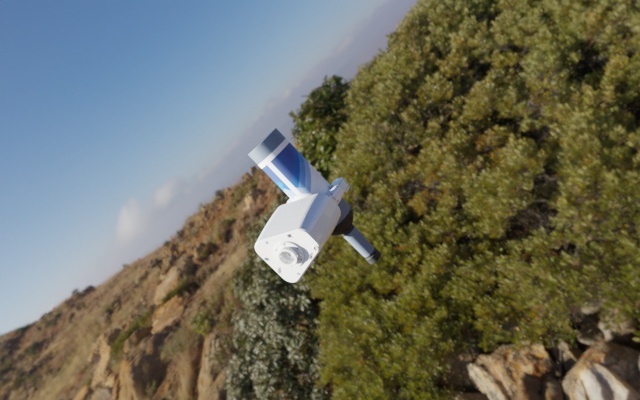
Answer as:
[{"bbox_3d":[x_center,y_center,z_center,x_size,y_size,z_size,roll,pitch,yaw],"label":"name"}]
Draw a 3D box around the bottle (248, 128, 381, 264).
[{"bbox_3d":[0.000,0.003,0.843,0.069,0.296,0.069,-42,11,10],"label":"bottle"}]
